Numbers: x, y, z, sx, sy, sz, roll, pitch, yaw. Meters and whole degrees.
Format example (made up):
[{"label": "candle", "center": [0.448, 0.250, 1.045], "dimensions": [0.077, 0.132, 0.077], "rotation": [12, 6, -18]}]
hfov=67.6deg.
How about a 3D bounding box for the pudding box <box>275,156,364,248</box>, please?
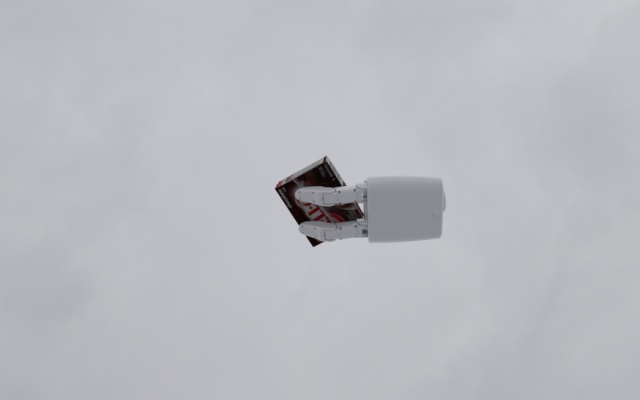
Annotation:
[{"label": "pudding box", "center": [0.000, 0.002, 0.713], "dimensions": [0.090, 0.113, 0.039], "rotation": [-28, 15, 15]}]
